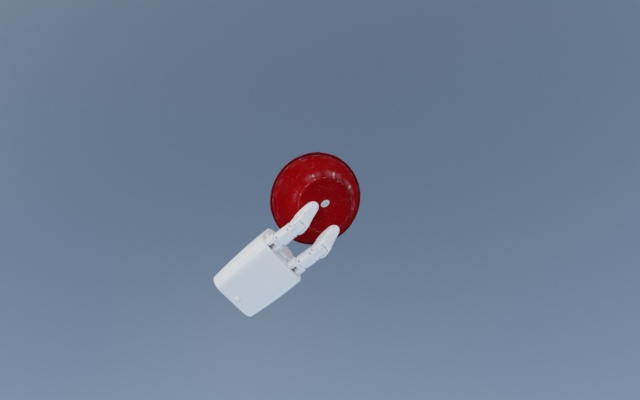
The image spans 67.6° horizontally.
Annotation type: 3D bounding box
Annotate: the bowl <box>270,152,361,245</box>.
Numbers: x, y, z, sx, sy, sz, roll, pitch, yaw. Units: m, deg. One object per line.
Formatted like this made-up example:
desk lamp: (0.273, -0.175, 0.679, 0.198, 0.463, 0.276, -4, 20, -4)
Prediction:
bowl: (0.001, 0.002, 0.794, 0.162, 0.162, 0.055, 0, 11, -17)
